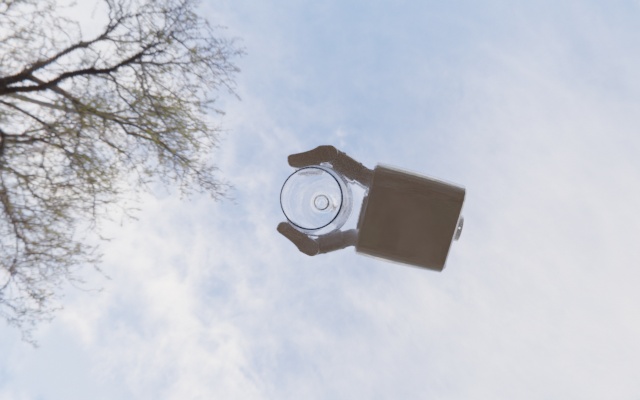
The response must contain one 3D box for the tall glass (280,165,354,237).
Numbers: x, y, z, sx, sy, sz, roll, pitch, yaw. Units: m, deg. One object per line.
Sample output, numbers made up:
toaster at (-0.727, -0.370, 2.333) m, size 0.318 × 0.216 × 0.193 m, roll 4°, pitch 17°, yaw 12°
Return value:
tall glass at (0.000, 0.002, 0.557) m, size 0.079 × 0.079 × 0.201 m, roll 0°, pitch -2°, yaw 6°
